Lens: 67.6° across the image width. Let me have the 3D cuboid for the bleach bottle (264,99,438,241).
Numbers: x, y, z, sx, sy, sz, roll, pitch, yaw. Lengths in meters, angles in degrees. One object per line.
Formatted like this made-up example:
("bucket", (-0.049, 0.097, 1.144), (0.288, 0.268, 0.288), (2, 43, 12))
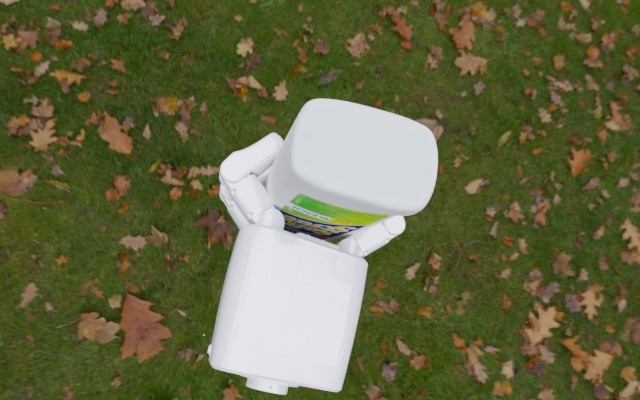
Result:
("bleach bottle", (0.000, 0.001, 0.418), (0.102, 0.068, 0.251), (14, -18, -9))
